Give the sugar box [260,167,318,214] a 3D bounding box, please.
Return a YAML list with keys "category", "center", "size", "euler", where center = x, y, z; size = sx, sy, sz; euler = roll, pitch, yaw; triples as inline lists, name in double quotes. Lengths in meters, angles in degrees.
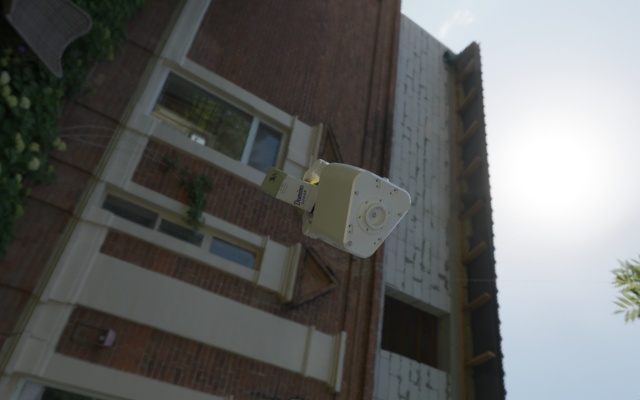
- category: "sugar box"
  center: [0.000, 0.002, 0.754]
  size: [0.176, 0.048, 0.093]
  euler: [26, 0, -24]
